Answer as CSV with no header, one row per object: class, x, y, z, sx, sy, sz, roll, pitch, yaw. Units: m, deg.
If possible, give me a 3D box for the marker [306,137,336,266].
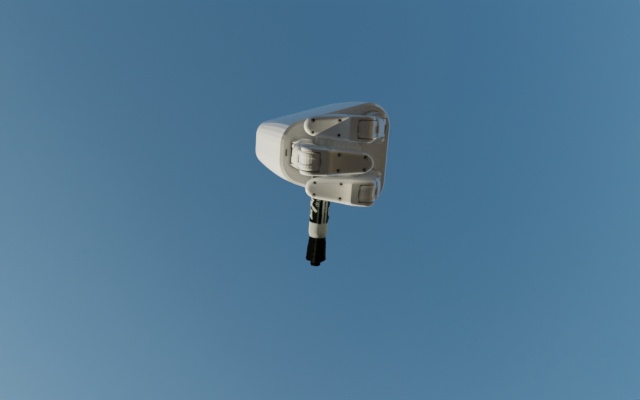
marker,0.000,0.001,0.437,0.020,0.121,0.020,5,11,-1
